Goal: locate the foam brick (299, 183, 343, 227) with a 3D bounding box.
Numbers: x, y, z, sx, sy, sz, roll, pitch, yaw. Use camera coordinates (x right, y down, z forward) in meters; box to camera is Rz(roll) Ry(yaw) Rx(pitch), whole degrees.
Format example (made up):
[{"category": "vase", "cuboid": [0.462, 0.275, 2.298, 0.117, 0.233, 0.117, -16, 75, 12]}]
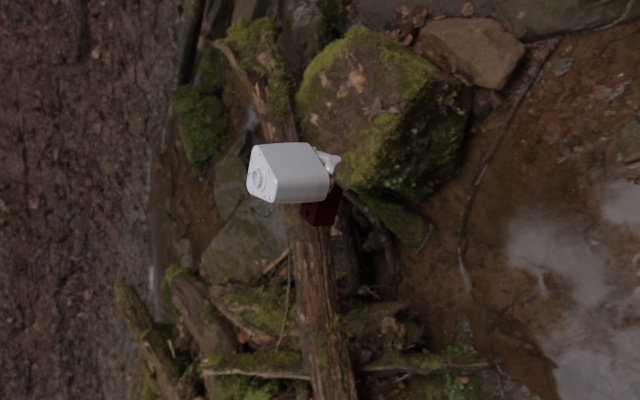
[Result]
[{"category": "foam brick", "cuboid": [0.000, 0.003, 0.898, 0.051, 0.078, 0.053, -6, 32, -35]}]
